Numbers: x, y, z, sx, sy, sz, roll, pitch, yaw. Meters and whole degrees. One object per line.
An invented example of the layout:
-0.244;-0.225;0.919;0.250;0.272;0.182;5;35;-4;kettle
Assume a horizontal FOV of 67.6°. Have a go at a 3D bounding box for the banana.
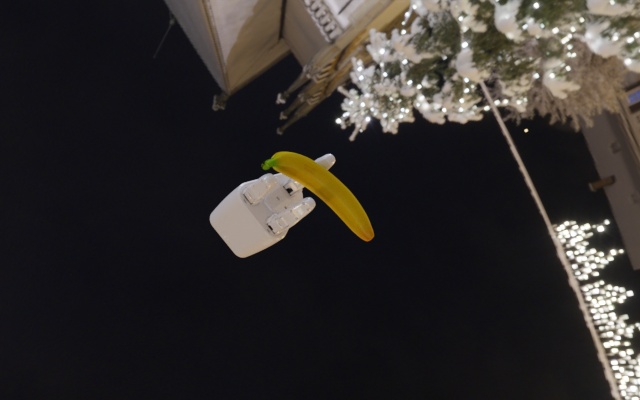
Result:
0.001;-0.014;0.668;0.198;0.069;0.037;34;-43;-23;banana
